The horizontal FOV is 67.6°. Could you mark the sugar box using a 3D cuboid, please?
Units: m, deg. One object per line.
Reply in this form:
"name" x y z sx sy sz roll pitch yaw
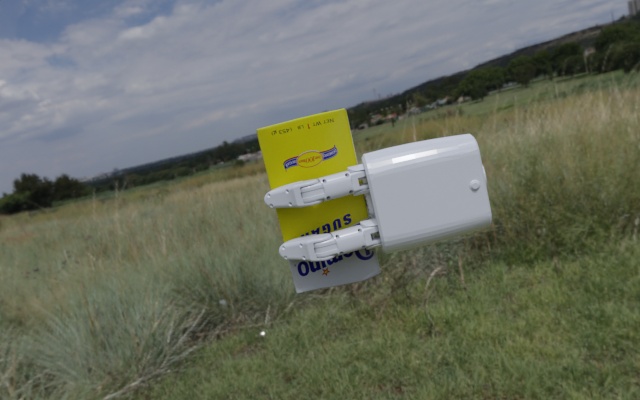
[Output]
"sugar box" 0.000 0.002 0.495 0.093 0.176 0.048 -13 8 4
